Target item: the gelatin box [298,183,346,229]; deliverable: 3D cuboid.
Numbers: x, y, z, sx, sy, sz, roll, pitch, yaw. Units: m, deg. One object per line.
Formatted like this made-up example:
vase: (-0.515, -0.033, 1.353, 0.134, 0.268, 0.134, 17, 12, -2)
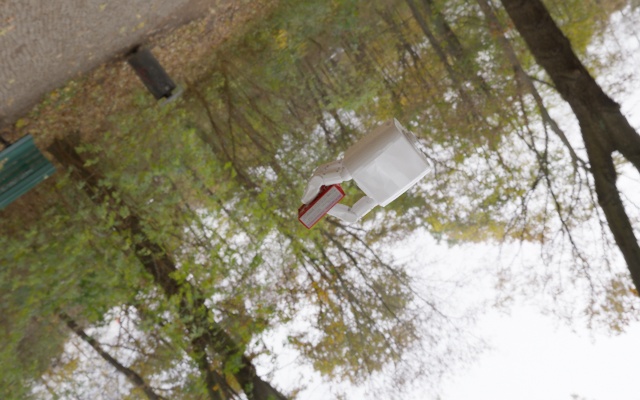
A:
gelatin box: (0.000, 0.003, 0.829, 0.030, 0.089, 0.073, 45, 7, -11)
